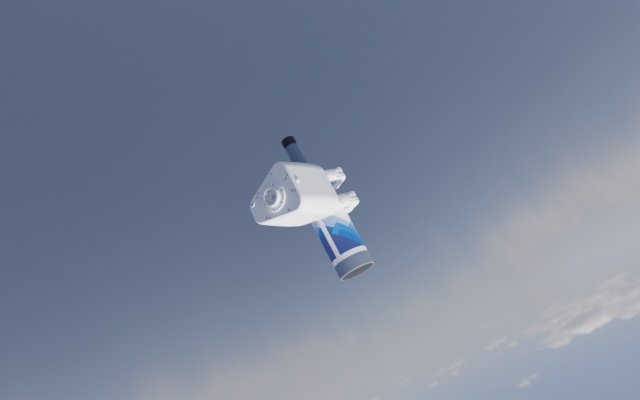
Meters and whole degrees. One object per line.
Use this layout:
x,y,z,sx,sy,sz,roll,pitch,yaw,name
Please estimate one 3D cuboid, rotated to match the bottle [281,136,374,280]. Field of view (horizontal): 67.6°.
0.000,0.003,0.890,0.069,0.295,0.069,-25,-20,-10,bottle
